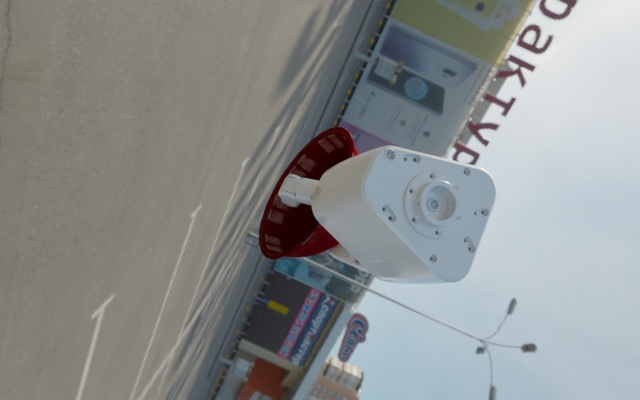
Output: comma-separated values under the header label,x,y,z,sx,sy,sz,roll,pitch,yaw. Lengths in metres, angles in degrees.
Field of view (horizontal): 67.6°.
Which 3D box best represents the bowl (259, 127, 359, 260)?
label,x,y,z,sx,sy,sz,roll,pitch,yaw
bowl,0.000,0.002,0.525,0.055,0.162,0.162,32,-15,-26
